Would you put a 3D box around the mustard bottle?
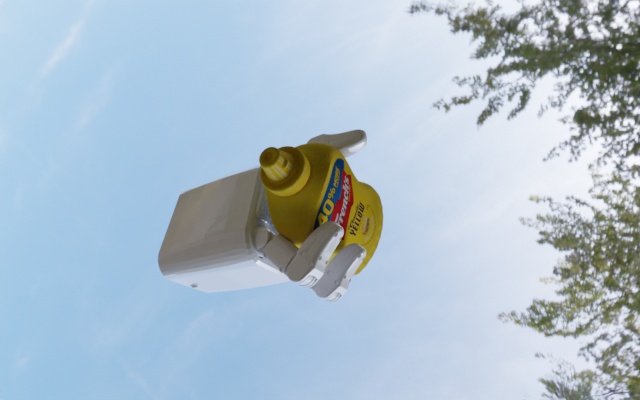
[{"bbox_3d":[0.000,0.002,0.444,0.058,0.096,0.192,11,-16,31],"label":"mustard bottle"}]
